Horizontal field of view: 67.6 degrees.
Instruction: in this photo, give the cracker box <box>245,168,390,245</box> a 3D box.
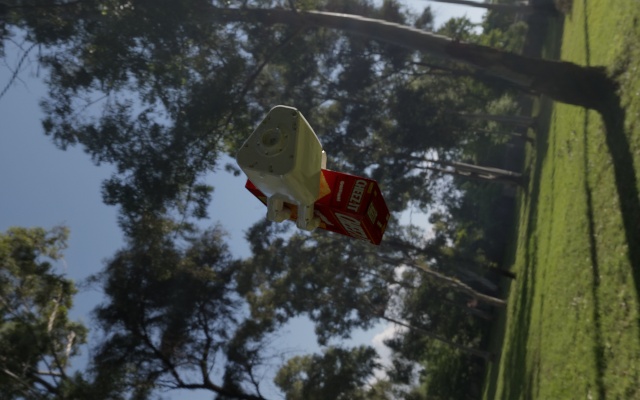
[{"bbox_3d":[0.000,0.003,0.828,0.213,0.072,0.164,15,-15,21],"label":"cracker box"}]
